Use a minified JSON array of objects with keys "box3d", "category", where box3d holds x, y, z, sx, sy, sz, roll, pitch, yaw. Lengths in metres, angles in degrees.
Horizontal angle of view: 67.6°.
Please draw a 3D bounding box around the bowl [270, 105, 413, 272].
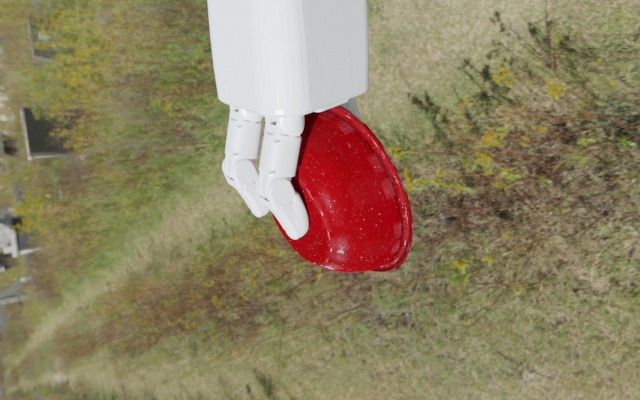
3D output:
[{"box3d":[0.000,0.003,0.402,0.055,0.162,0.162,-29,14,-27],"category":"bowl"}]
